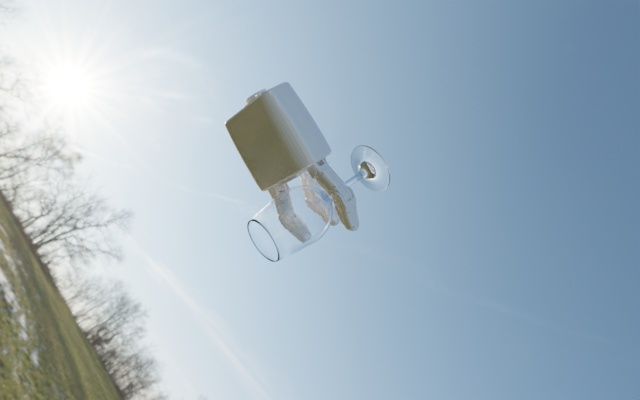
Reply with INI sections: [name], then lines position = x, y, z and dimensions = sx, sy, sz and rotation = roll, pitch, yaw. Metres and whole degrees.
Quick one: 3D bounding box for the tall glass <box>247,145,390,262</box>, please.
[tall glass]
position = 0.001, 0.002, 0.636
dimensions = 0.201, 0.079, 0.079
rotation = -34, 19, -30
